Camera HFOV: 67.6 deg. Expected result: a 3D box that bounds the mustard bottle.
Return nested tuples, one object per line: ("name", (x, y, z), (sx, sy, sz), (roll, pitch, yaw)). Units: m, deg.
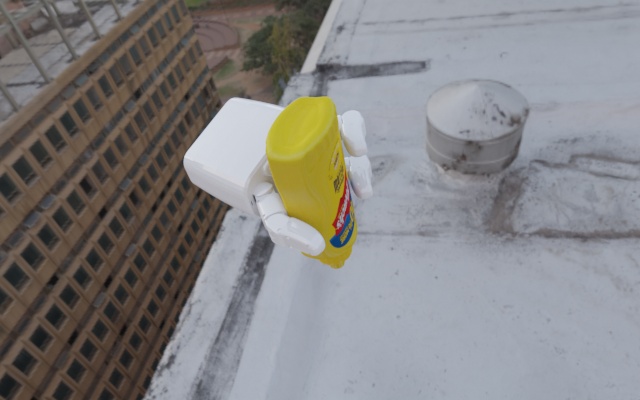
("mustard bottle", (0.000, 0.001, 0.474), (0.058, 0.192, 0.096), (2, 44, 18))
